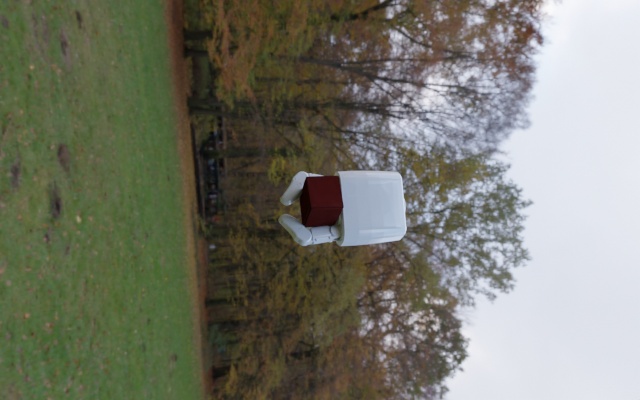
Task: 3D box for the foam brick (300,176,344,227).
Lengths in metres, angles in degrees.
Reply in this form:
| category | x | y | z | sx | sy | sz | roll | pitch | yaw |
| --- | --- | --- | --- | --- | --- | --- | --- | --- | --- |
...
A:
| category | x | y | z | sx | sy | sz | roll | pitch | yaw |
| --- | --- | --- | --- | --- | --- | --- | --- | --- | --- |
| foam brick | 0.000 | 0.002 | 0.721 | 0.051 | 0.053 | 0.078 | -2 | -23 | -11 |
